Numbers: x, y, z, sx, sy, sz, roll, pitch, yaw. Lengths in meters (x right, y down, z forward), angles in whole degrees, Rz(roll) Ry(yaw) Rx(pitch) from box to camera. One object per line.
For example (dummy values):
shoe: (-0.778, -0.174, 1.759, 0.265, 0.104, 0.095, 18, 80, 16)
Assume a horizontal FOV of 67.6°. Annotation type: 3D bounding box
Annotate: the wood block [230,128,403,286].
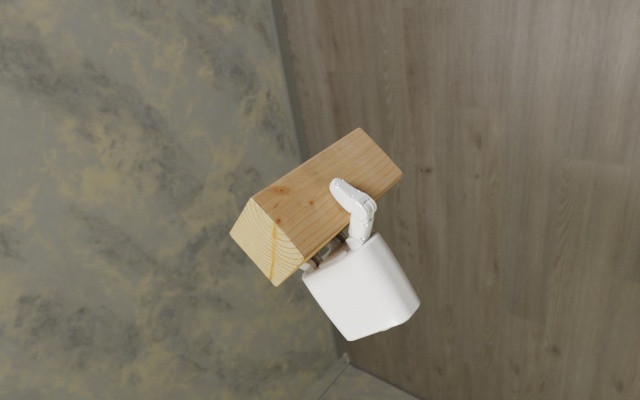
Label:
wood block: (0.000, 0.002, 0.604, 0.206, 0.090, 0.091, -37, -8, -39)
